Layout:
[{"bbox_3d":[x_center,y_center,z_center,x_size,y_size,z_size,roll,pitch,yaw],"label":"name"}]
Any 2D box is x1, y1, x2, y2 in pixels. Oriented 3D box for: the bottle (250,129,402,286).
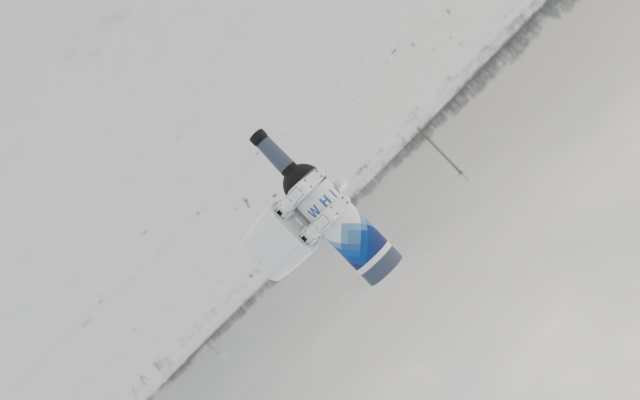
[{"bbox_3d":[0.000,0.003,0.740,0.069,0.295,0.069,-44,-3,-3],"label":"bottle"}]
